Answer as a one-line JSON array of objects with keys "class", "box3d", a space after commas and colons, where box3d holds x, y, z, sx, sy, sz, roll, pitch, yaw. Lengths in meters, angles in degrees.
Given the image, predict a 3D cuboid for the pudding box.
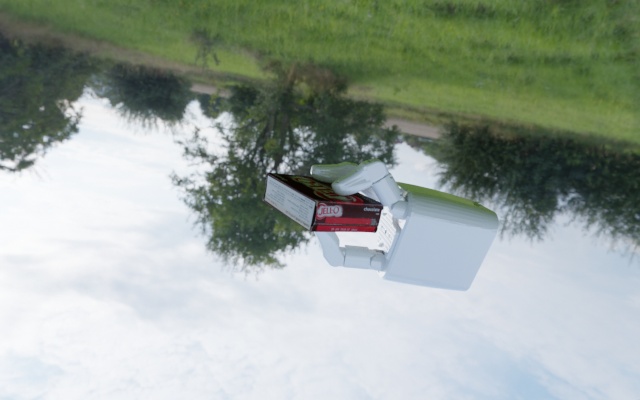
[{"class": "pudding box", "box3d": [0.000, 0.002, 0.533, 0.090, 0.039, 0.113, 5, 13, -36]}]
